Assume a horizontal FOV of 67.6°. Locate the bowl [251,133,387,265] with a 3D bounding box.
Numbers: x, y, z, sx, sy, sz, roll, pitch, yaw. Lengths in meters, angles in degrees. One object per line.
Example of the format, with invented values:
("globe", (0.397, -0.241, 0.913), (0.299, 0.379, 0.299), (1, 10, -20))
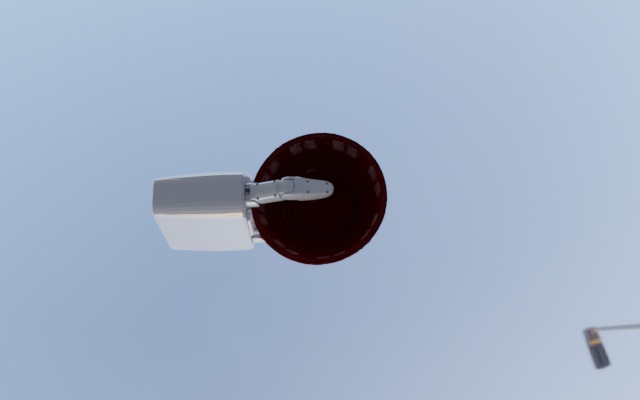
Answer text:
("bowl", (0.001, 0.002, 0.580), (0.162, 0.162, 0.055), (0, -16, 8))
